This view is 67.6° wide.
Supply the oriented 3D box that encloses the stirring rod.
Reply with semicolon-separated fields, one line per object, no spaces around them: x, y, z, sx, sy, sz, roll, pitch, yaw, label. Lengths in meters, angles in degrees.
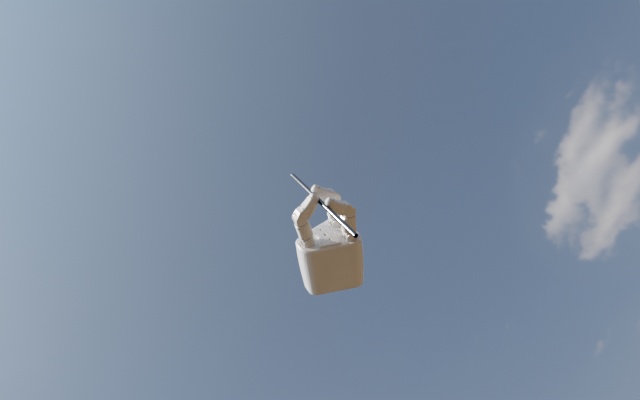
0.000;0.003;0.807;0.011;0.011;0.239;0;25;-29;stirring rod
